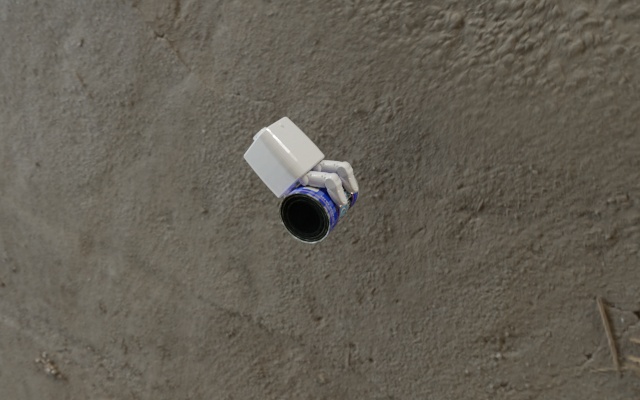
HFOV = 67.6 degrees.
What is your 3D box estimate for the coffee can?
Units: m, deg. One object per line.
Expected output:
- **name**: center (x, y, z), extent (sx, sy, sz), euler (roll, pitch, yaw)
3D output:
- **coffee can**: center (0.000, 0.003, 0.898), extent (0.103, 0.103, 0.140), euler (0, 25, 28)
